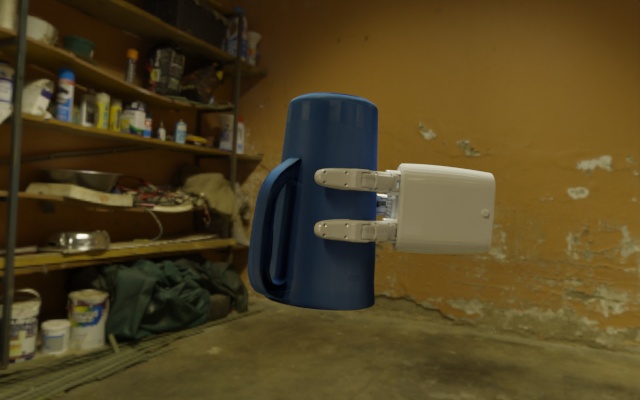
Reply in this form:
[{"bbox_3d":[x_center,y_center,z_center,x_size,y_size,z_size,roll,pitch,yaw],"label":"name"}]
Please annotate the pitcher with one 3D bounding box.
[{"bbox_3d":[0.000,0.002,0.561,0.145,0.243,0.149,4,0,-1],"label":"pitcher"}]
